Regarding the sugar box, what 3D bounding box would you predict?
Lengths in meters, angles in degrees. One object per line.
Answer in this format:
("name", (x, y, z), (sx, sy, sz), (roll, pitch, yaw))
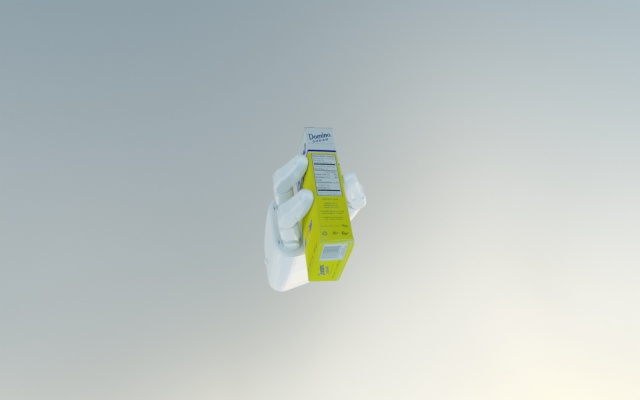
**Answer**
("sugar box", (0.000, 0.002, 0.598), (0.048, 0.176, 0.093), (-1, -37, -14))
